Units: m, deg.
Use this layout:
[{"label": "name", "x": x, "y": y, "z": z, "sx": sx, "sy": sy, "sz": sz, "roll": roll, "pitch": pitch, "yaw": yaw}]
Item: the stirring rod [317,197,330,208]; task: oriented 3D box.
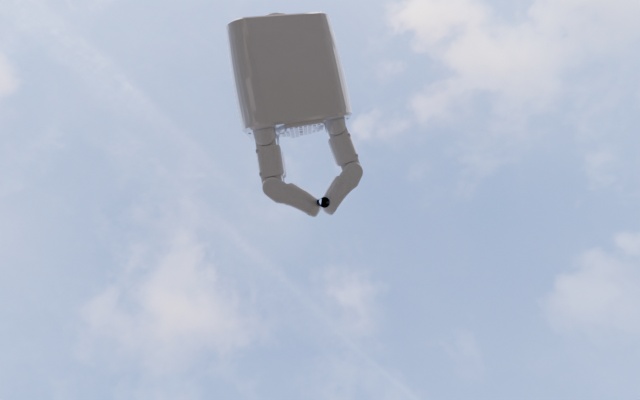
[{"label": "stirring rod", "x": 0.000, "y": 0.001, "z": 0.469, "sx": 0.011, "sy": 0.011, "sz": 0.239, "roll": 0, "pitch": 0, "yaw": -1}]
